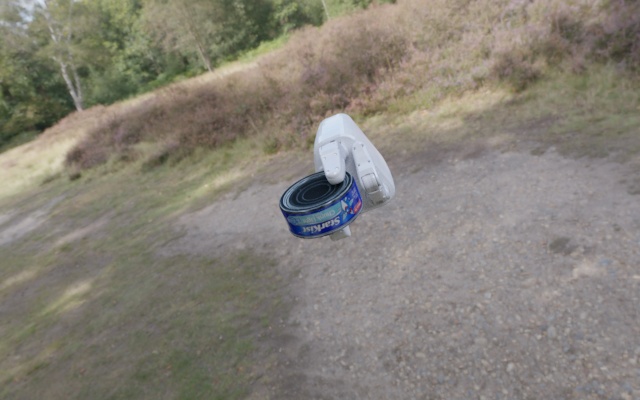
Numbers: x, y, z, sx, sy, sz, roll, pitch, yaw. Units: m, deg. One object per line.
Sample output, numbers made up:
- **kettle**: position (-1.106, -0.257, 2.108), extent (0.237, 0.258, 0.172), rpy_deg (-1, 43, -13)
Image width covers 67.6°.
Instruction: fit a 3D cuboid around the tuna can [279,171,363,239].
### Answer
- **tuna can**: position (0.000, 0.001, 0.508), extent (0.086, 0.034, 0.086), rpy_deg (-18, 27, 9)
